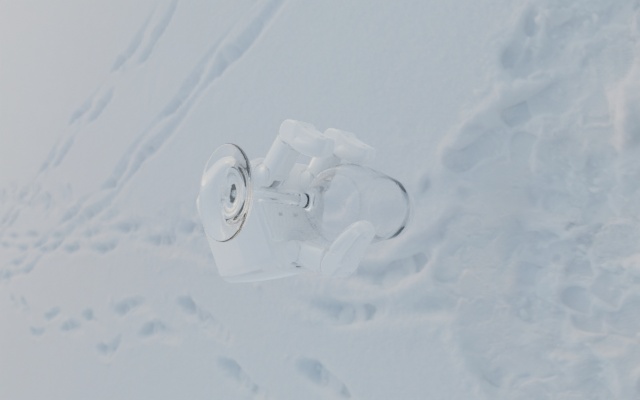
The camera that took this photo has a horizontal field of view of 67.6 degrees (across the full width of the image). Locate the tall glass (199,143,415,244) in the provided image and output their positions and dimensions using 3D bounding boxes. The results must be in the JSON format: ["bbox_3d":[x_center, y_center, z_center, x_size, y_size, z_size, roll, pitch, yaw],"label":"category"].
[{"bbox_3d":[0.000,0.001,0.423,0.201,0.079,0.079,6,-4,-42],"label":"tall glass"}]
